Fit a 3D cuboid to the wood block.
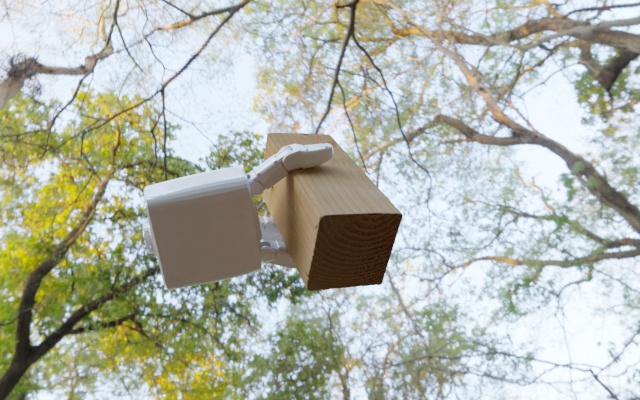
[{"bbox_3d":[0.000,0.001,0.554,0.090,0.091,0.206,-1,30,-22],"label":"wood block"}]
